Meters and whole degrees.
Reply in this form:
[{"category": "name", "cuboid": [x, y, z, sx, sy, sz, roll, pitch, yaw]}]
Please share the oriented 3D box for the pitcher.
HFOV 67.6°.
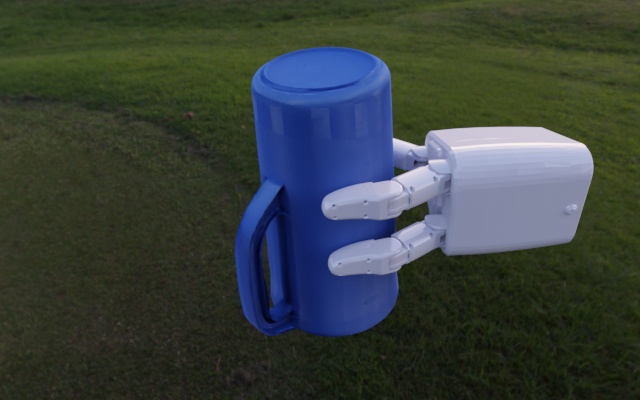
[{"category": "pitcher", "cuboid": [0.000, 0.001, 0.426, 0.145, 0.243, 0.149, -3, 36, 3]}]
